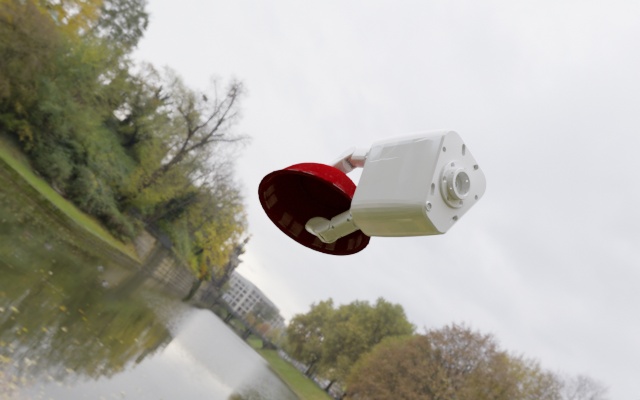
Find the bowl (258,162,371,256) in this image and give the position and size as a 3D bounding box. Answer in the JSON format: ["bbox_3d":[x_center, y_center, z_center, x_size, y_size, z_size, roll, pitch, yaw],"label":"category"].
[{"bbox_3d":[-0.001,0.002,0.633,0.162,0.055,0.162,19,-37,15],"label":"bowl"}]
